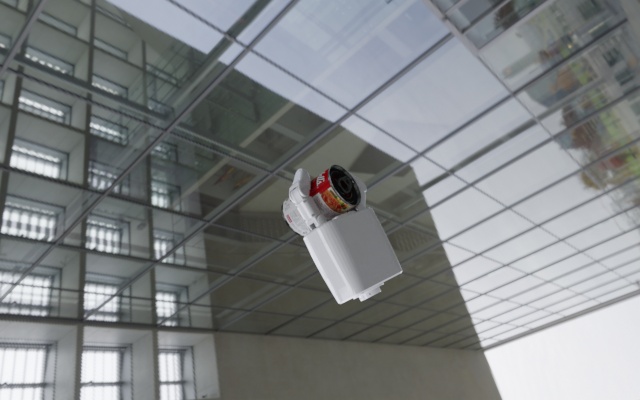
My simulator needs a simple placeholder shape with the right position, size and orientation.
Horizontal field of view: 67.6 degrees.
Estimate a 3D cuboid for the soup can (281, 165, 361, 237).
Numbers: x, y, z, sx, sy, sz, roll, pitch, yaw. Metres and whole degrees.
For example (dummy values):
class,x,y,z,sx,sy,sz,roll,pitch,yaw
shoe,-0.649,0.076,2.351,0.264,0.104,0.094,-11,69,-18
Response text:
class,x,y,z,sx,sy,sz,roll,pitch,yaw
soup can,0.000,0.002,0.707,0.102,0.068,0.068,-34,-19,30
